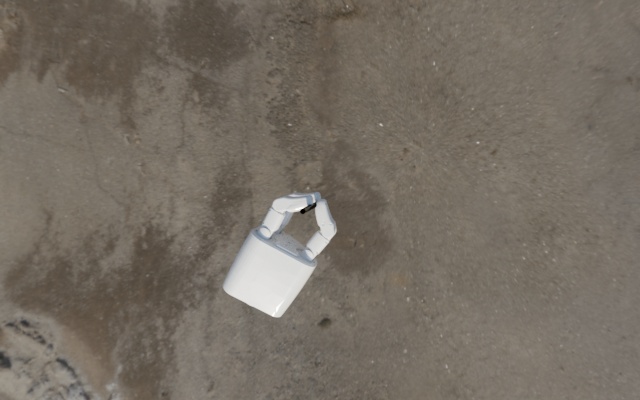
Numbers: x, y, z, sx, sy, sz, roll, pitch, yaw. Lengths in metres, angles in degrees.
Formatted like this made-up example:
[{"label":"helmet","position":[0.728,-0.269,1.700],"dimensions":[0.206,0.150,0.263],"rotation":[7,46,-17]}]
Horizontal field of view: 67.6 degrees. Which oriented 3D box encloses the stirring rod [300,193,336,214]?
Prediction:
[{"label":"stirring rod","position":[0.000,0.003,0.771],"dimensions":[0.011,0.011,0.239],"rotation":[0,6,12]}]
